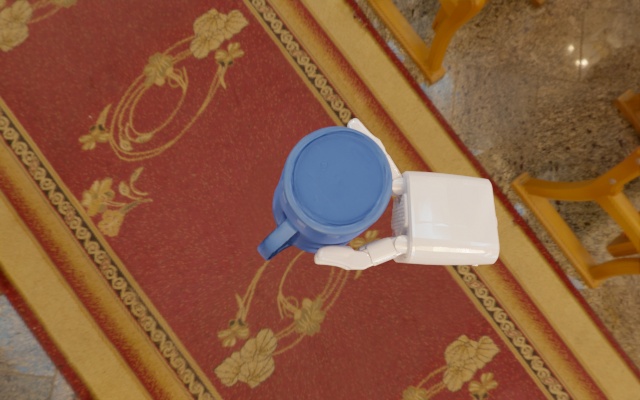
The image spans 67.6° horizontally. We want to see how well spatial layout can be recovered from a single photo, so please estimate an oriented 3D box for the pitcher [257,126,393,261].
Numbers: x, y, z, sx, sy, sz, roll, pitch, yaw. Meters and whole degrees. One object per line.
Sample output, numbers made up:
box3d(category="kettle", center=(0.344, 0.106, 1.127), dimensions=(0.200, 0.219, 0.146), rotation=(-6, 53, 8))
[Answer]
box3d(category="pitcher", center=(0.000, 0.002, 0.570), dimensions=(0.145, 0.149, 0.243), rotation=(5, -8, -4))
